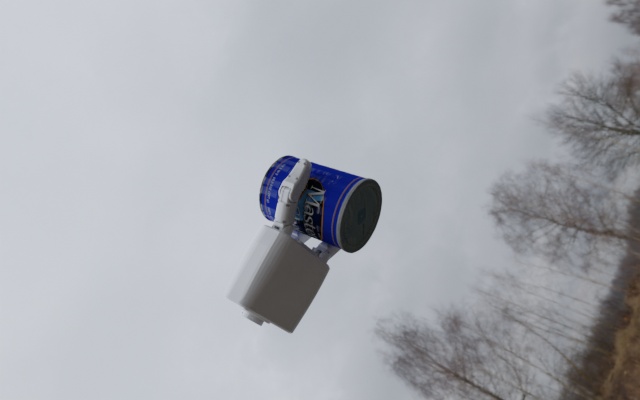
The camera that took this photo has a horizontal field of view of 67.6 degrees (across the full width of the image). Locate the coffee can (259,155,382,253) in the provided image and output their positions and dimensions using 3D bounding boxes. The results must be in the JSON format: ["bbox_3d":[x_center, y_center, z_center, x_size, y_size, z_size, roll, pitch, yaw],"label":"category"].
[{"bbox_3d":[0.000,0.002,0.667,0.140,0.103,0.103,19,11,32],"label":"coffee can"}]
